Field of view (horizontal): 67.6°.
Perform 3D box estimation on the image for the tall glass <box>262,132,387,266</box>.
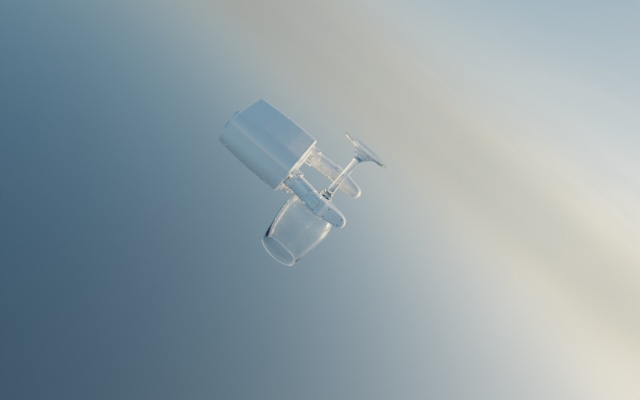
[{"bbox_3d":[0.001,0.002,0.684,0.079,0.201,0.079,38,15,-12],"label":"tall glass"}]
